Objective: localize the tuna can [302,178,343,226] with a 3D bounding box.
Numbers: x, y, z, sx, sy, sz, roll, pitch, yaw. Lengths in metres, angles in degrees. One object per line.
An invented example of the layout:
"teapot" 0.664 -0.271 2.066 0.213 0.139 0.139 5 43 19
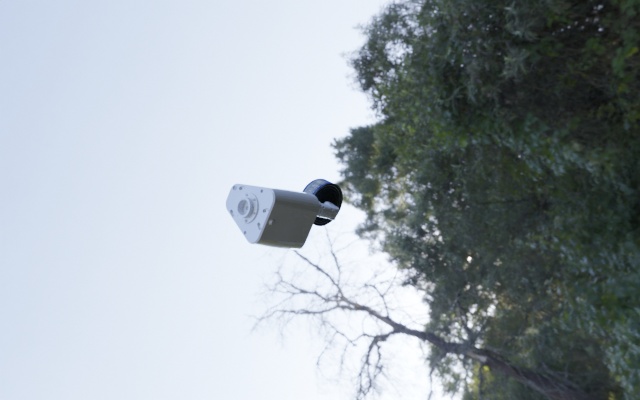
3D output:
"tuna can" 0.000 0.003 0.893 0.086 0.086 0.033 0 20 -45
